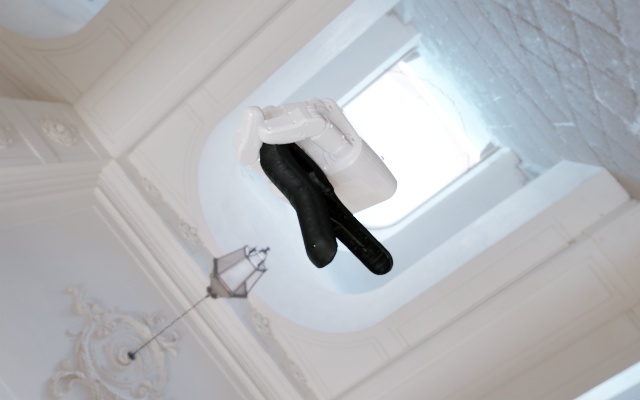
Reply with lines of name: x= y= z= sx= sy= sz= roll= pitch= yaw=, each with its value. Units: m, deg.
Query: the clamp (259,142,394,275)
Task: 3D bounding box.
clamp: x=-0.001 y=0.002 z=0.431 sx=0.039 sy=0.171 sz=0.120 roll=-39 pitch=-37 yaw=13
